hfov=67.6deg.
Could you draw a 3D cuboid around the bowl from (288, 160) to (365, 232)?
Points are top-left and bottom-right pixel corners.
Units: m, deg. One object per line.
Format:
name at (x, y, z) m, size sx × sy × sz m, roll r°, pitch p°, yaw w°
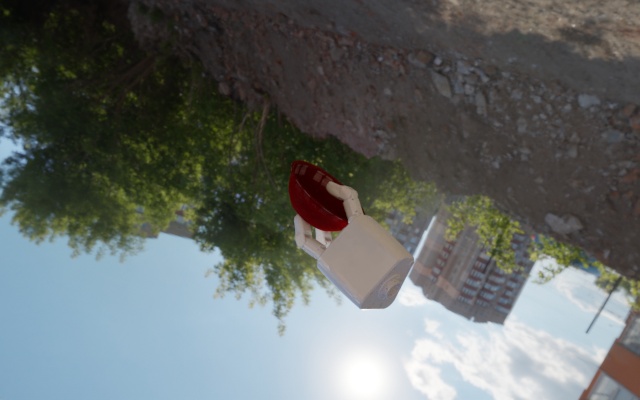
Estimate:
bowl at (-0.001, 0.002, 0.831) m, size 0.162 × 0.055 × 0.162 m, roll 34°, pitch 21°, yaw -15°
